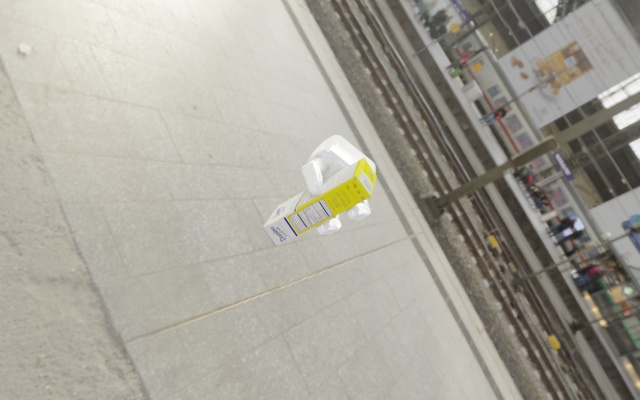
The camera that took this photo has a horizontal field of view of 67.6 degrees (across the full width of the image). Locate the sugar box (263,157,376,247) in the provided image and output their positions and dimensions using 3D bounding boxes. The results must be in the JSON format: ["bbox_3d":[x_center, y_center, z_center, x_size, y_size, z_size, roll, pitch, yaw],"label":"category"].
[{"bbox_3d":[0.001,0.003,0.754,0.176,0.048,0.093,-31,13,23],"label":"sugar box"}]
